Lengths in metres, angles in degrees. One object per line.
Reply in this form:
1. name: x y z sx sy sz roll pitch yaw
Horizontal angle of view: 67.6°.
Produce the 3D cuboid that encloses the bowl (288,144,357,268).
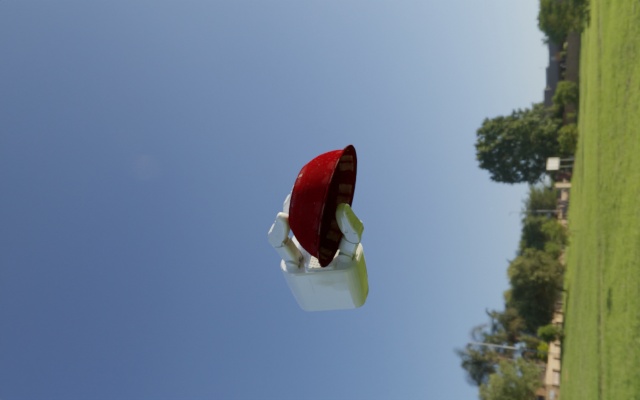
1. bowl: 0.000 0.001 0.620 0.055 0.162 0.162 13 3 14
